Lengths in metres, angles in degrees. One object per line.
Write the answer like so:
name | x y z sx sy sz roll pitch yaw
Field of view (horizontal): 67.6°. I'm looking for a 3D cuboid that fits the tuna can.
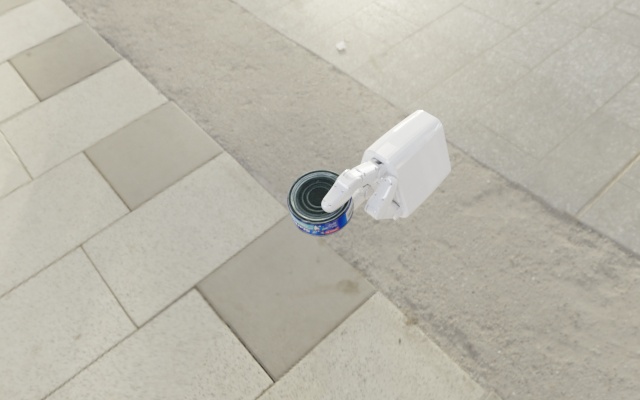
tuna can | 0.000 0.002 0.626 0.086 0.086 0.034 0 -32 9
